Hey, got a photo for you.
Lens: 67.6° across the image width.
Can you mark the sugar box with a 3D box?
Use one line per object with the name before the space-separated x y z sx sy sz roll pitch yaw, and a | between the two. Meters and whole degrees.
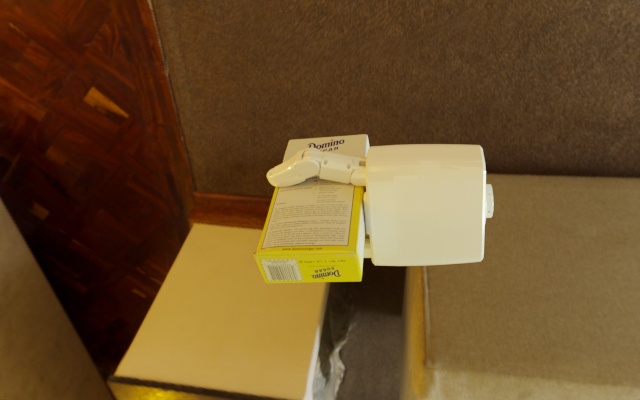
sugar box | 0.000 0.002 0.481 0.093 0.048 0.176 -2 39 13
